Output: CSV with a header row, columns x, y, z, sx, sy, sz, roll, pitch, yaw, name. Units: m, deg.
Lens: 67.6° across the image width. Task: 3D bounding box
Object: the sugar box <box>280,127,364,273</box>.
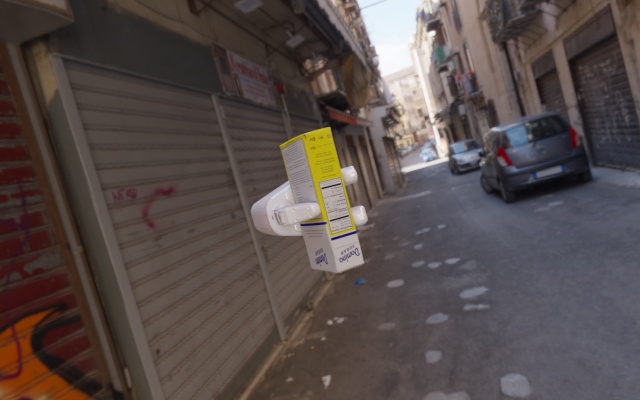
x,y,z,sx,sy,sz,roll,pitch,yaw,name
0.001,0.002,0.621,0.048,0.176,0.093,-18,4,-22,sugar box
